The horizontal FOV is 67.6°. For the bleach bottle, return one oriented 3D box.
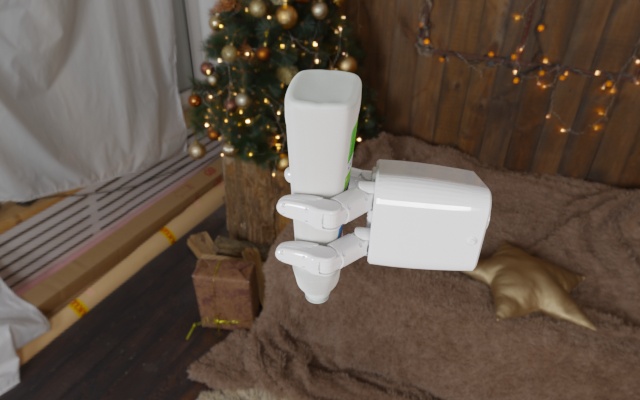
[{"bbox_3d":[0.000,0.002,0.499,0.068,0.251,0.102,5,33,5],"label":"bleach bottle"}]
